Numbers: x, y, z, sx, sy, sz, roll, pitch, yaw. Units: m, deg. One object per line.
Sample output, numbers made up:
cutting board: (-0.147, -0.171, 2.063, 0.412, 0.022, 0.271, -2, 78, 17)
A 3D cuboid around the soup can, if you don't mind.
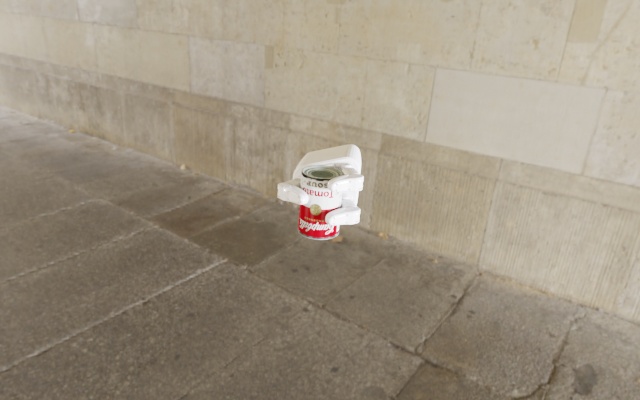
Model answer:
soup can: (0.000, 0.002, 0.760, 0.068, 0.102, 0.068, 3, 22, -1)
